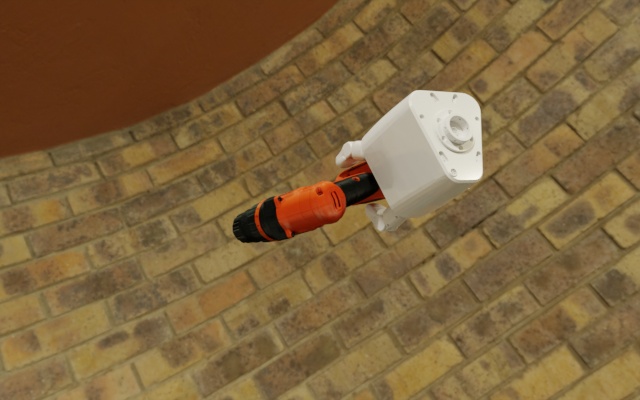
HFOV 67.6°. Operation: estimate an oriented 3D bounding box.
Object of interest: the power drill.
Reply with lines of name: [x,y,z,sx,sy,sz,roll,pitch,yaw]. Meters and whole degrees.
power drill: [0.001,0.002,0.603,0.184,0.057,0.187,-15,6,46]
